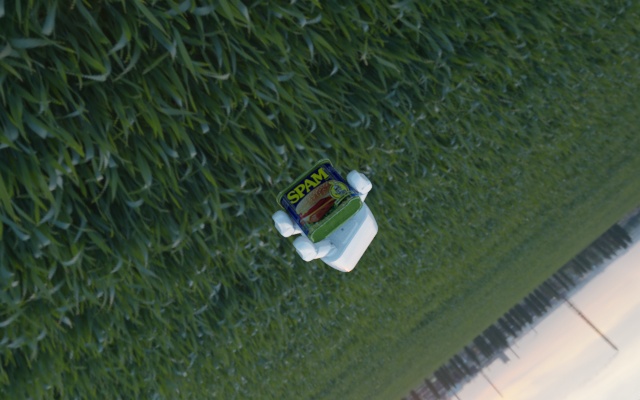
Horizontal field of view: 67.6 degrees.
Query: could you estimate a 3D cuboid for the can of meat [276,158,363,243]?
[{"bbox_3d":[0.000,0.002,0.712,0.102,0.084,0.057,-39,-25,-3],"label":"can of meat"}]
